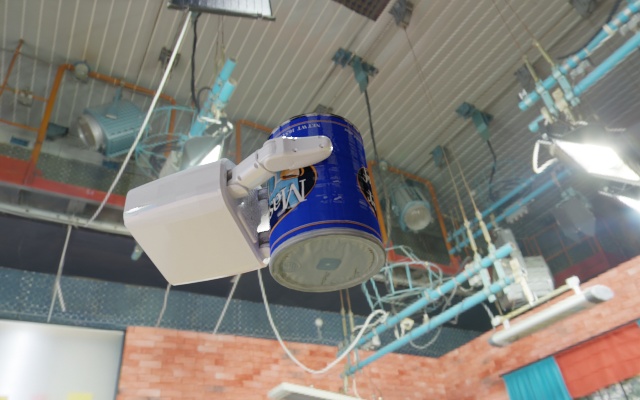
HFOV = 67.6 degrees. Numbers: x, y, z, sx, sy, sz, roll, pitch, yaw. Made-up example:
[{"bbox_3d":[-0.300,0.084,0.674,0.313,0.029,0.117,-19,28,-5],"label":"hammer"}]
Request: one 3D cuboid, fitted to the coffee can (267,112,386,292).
[{"bbox_3d":[0.000,0.002,0.457,0.103,0.140,0.103,-4,-36,-3],"label":"coffee can"}]
